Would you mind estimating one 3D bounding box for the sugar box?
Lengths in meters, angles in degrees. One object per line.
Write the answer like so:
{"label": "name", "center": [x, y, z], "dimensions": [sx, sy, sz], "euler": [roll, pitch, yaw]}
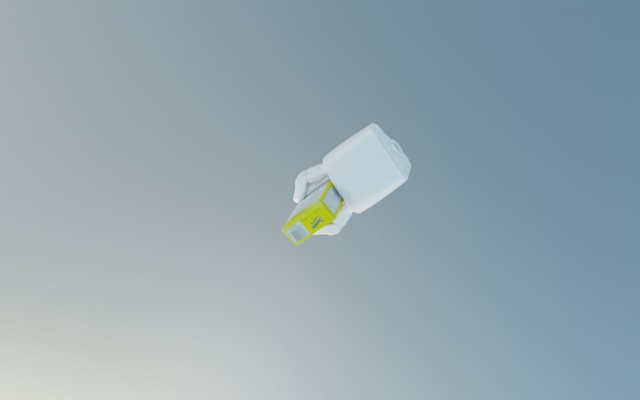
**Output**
{"label": "sugar box", "center": [0.001, 0.003, 0.849], "dimensions": [0.093, 0.048, 0.176], "euler": [-35, 9, 27]}
